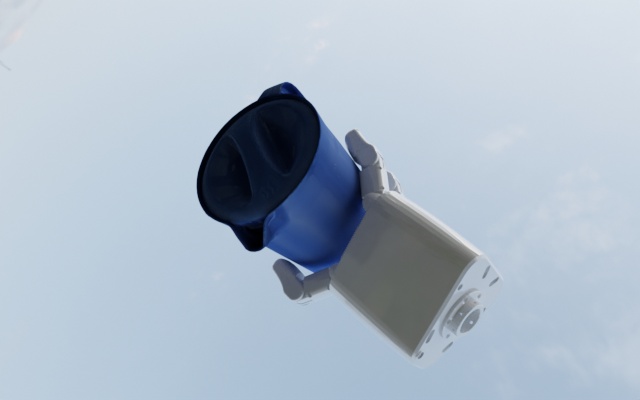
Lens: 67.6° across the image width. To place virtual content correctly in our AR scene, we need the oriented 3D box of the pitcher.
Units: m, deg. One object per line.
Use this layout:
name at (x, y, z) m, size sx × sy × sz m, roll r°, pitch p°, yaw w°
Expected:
pitcher at (0.000, 0.002, 0.506) m, size 0.145 × 0.149 × 0.243 m, roll 38°, pitch -3°, yaw 41°
